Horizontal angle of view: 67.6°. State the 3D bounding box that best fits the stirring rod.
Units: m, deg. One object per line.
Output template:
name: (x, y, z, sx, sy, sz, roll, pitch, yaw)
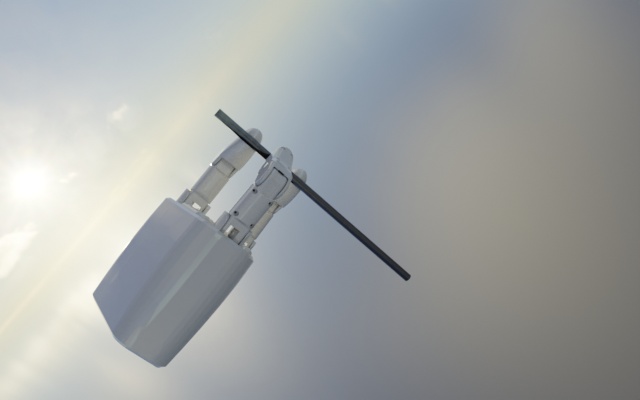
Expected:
stirring rod: (0.000, 0.002, 0.435, 0.239, 0.011, 0.011, 41, -15, -18)
